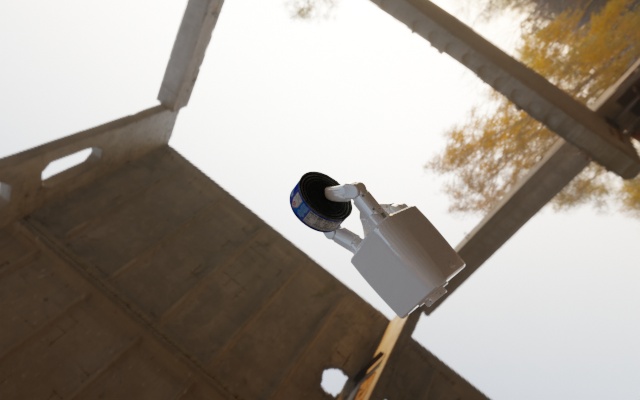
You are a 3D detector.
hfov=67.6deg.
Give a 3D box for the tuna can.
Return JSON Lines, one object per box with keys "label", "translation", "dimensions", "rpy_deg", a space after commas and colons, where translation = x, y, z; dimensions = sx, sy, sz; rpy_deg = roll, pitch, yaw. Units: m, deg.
{"label": "tuna can", "translation": [0.000, 0.002, 0.666], "dimensions": [0.086, 0.086, 0.034], "rpy_deg": [0, -38, -40]}
